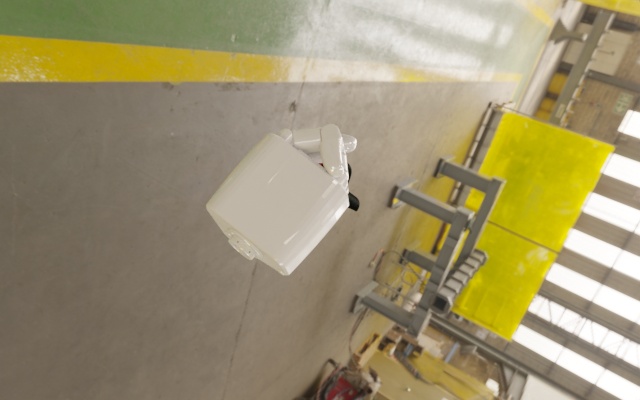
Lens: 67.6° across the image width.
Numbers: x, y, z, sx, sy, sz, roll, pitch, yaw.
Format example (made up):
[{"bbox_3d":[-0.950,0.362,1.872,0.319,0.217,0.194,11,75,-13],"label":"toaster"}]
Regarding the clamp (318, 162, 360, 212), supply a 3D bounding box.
[{"bbox_3d":[0.001,0.002,0.624,0.039,0.120,0.172,35,-18,26],"label":"clamp"}]
